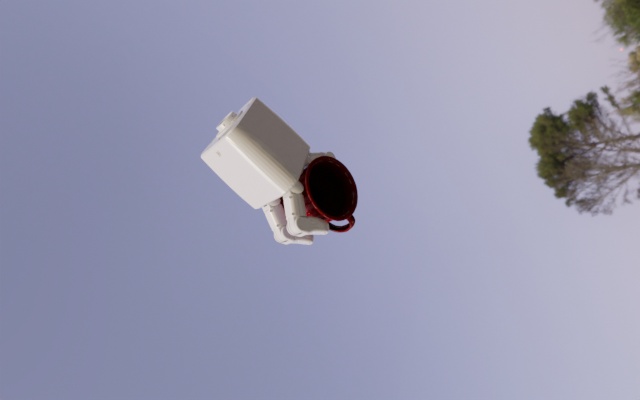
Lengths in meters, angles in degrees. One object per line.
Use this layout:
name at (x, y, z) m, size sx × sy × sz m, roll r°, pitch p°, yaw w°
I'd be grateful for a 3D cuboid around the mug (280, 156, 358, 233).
mug at (0.001, 0.003, 0.681) m, size 0.117 × 0.093 × 0.081 m, roll 45°, pitch -40°, yaw -19°
